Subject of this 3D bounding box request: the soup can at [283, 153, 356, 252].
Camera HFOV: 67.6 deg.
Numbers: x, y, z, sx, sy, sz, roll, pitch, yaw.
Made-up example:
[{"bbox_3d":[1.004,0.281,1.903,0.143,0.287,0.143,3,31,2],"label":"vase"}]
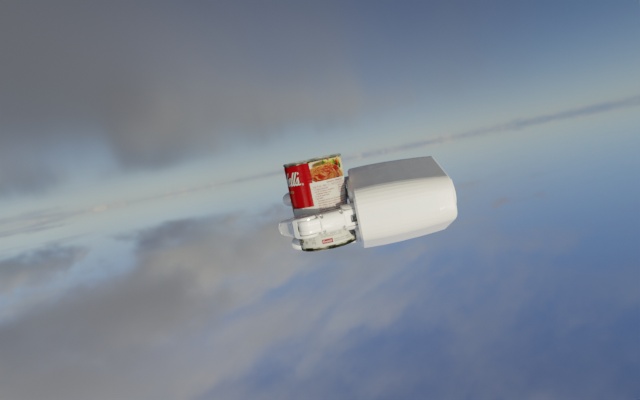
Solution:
[{"bbox_3d":[0.000,0.002,0.554,0.068,0.102,0.068,-11,4,1],"label":"soup can"}]
